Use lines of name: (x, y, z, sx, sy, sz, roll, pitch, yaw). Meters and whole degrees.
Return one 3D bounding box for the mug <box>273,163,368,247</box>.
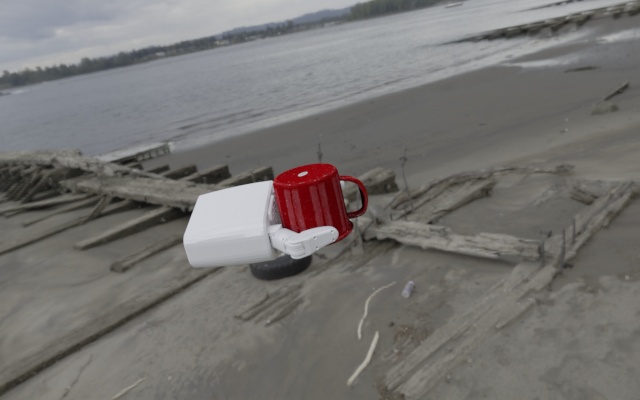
mug: (0.001, 0.002, 0.590, 0.117, 0.081, 0.093, -10, 19, 8)
